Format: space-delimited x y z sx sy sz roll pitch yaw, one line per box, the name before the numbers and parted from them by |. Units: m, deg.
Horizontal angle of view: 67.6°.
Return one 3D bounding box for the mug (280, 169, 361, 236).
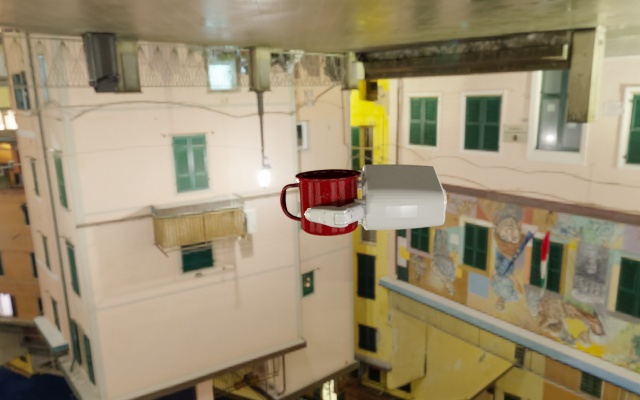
mug | -0.001 0.002 0.680 0.117 0.081 0.093 -1 12 5
